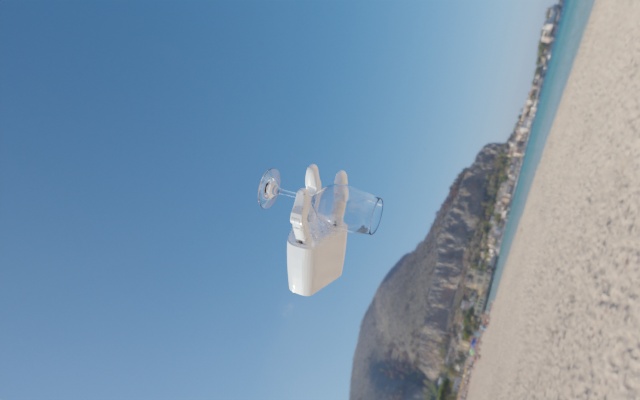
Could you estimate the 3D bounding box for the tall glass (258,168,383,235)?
[{"bbox_3d":[-0.001,0.002,0.799,0.201,0.079,0.079,14,5,21],"label":"tall glass"}]
